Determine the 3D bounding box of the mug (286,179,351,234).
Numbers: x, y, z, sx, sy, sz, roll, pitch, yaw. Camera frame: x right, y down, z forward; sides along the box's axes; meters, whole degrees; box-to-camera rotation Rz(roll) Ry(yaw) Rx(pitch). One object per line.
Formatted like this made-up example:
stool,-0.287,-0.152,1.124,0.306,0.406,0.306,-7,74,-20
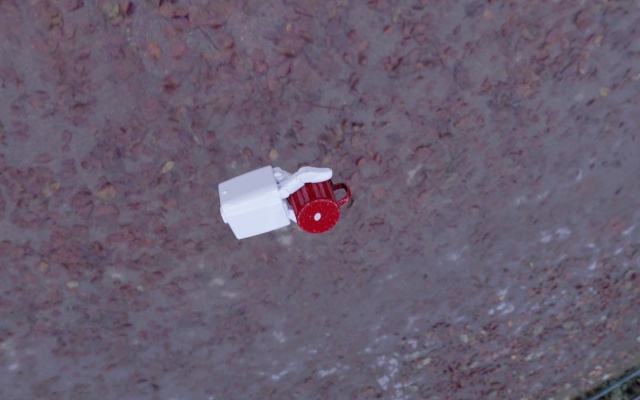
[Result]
mug,0.002,0.003,0.874,0.117,0.093,0.081,-19,39,-1
